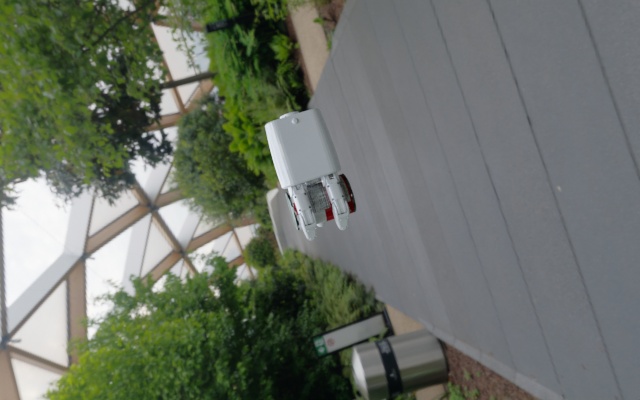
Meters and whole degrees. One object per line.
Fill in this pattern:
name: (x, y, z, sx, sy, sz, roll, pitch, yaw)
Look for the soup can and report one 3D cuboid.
soup can: (0.000, 0.003, 0.791, 0.102, 0.068, 0.068, -18, 2, -7)
